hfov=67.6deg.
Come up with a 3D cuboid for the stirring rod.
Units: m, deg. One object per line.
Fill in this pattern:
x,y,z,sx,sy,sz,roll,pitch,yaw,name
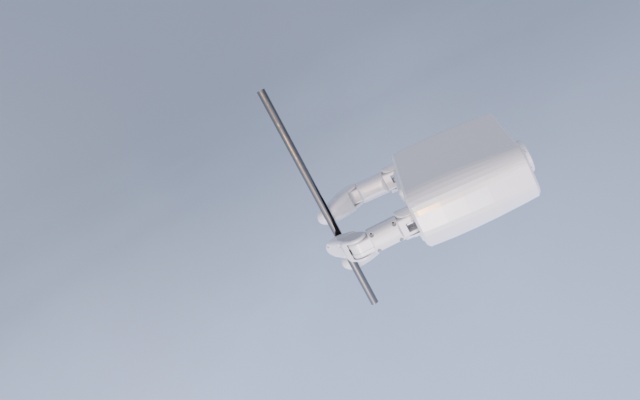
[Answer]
0.000,0.001,0.468,0.011,0.239,0.011,-27,12,6,stirring rod
